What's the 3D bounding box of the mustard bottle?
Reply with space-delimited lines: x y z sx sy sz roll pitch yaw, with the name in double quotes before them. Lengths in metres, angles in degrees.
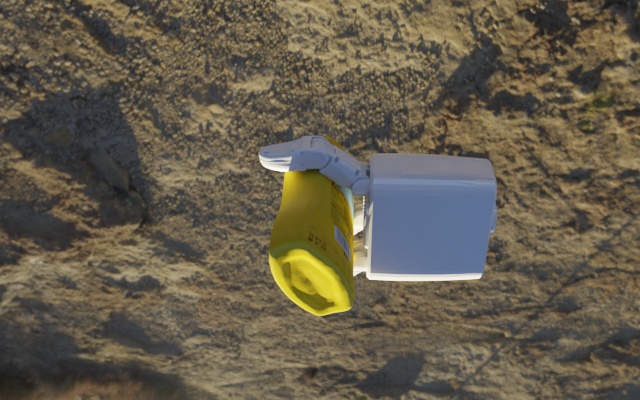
"mustard bottle" 0.000 0.002 0.444 0.058 0.191 0.096 -17 -51 20
